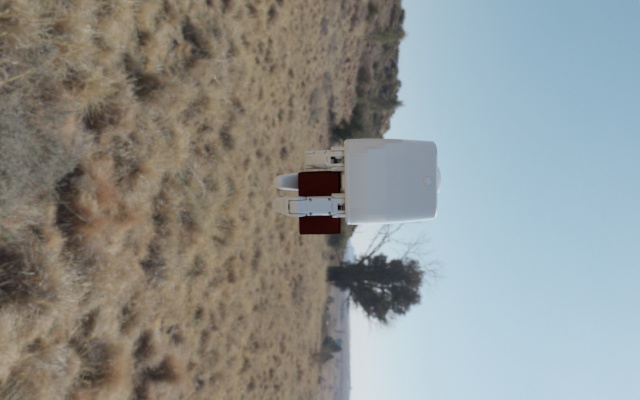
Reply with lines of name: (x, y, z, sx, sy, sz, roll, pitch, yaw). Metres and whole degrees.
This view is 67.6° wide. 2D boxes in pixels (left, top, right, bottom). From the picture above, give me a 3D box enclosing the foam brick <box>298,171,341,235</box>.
foam brick: (0.000, 0.002, 0.594, 0.051, 0.078, 0.053, -1, 5, 3)
